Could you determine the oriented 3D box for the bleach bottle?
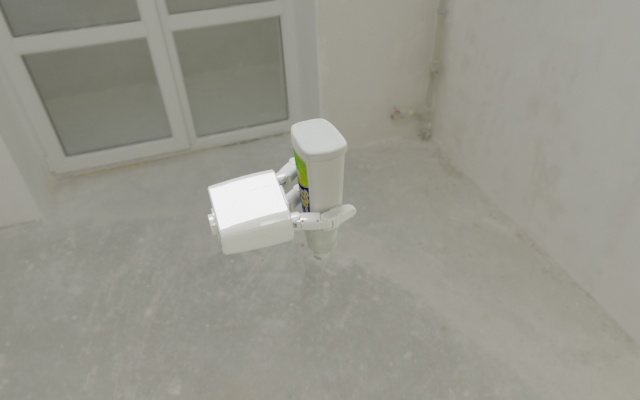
[{"bbox_3d":[0.000,0.002,0.763,0.068,0.251,0.102,-14,39,-14],"label":"bleach bottle"}]
